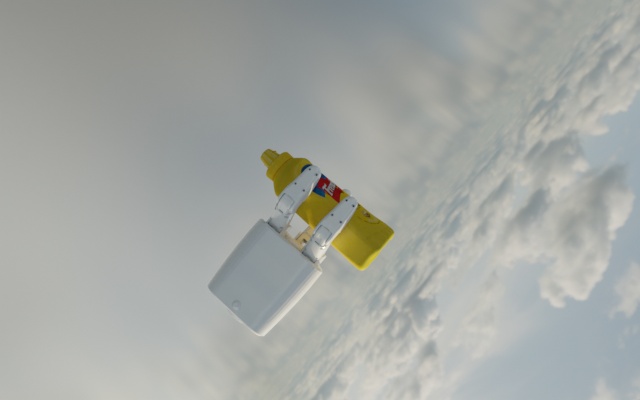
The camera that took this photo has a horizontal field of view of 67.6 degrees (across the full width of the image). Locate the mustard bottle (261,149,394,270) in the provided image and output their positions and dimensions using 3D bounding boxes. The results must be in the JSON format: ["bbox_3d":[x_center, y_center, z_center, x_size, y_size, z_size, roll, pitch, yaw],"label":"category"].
[{"bbox_3d":[0.001,0.002,0.594,0.191,0.058,0.096,40,21,10],"label":"mustard bottle"}]
